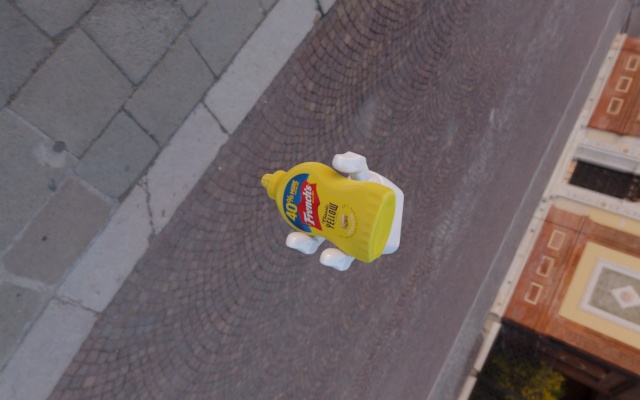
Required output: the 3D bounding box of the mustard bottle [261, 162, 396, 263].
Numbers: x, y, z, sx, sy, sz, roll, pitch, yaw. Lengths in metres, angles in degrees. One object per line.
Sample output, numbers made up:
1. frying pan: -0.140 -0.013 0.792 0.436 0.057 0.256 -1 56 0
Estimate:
1. mustard bottle: 0.000 0.002 0.625 0.191 0.096 0.058 22 27 29
